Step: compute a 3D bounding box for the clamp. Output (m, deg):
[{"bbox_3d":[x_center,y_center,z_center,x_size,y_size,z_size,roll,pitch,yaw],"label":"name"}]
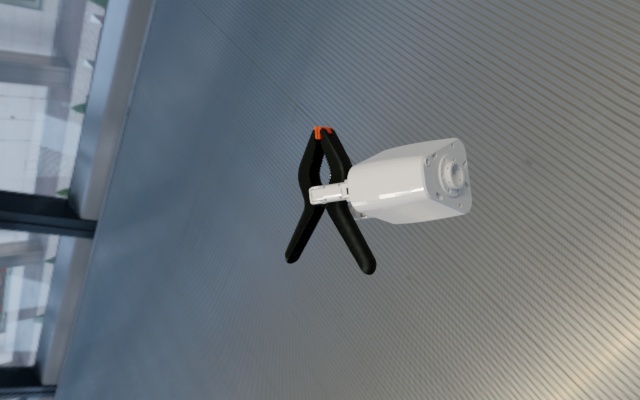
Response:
[{"bbox_3d":[0.000,0.002,0.683,0.164,0.210,0.036,-9,-3,42],"label":"clamp"}]
